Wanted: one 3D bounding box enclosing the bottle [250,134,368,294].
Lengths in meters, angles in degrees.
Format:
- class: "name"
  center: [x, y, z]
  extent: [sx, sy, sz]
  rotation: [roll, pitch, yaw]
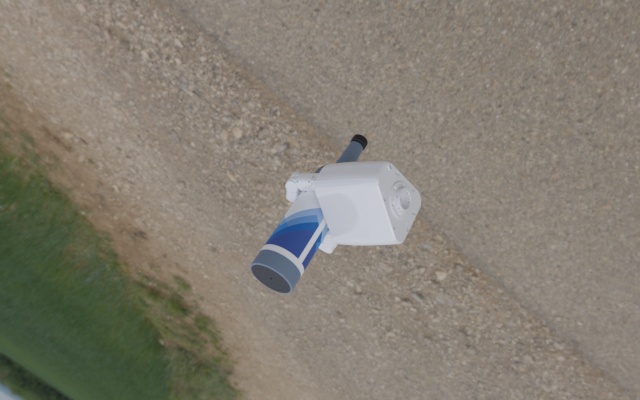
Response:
- class: "bottle"
  center: [0.000, 0.003, 0.724]
  extent: [0.069, 0.295, 0.069]
  rotation: [22, -34, 16]
